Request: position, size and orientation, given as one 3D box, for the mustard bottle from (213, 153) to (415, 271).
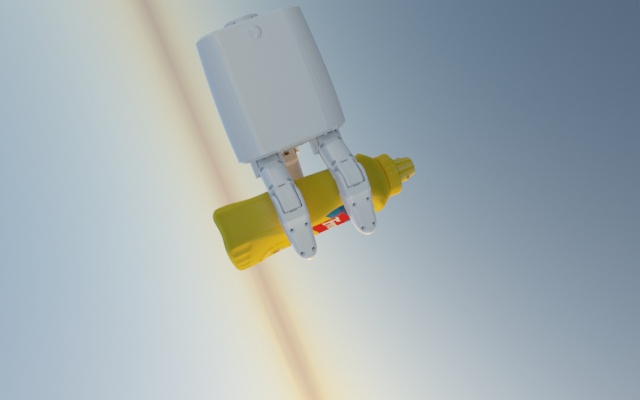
[{"bbox_3d":[0.000,0.002,0.446,0.191,0.058,0.096,-23,-13,-10],"label":"mustard bottle"}]
